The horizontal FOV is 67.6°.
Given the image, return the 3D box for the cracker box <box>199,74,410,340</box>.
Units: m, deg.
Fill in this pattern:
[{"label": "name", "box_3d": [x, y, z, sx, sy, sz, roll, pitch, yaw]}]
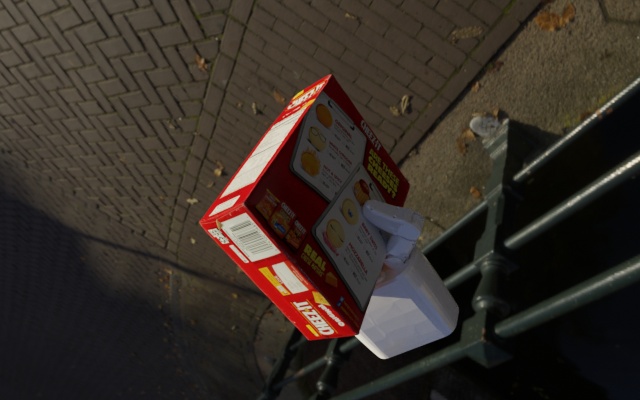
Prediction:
[{"label": "cracker box", "box_3d": [0.000, 0.002, 0.478, 0.072, 0.164, 0.213, -20, 30, 37]}]
